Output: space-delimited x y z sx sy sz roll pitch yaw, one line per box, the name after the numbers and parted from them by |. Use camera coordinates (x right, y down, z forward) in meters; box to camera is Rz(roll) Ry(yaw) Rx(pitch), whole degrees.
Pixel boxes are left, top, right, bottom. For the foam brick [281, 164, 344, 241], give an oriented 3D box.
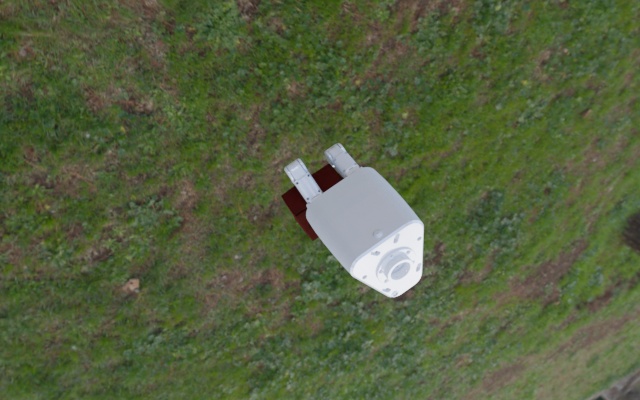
0.000 0.002 0.607 0.078 0.053 0.051 -35 42 -3 | foam brick
